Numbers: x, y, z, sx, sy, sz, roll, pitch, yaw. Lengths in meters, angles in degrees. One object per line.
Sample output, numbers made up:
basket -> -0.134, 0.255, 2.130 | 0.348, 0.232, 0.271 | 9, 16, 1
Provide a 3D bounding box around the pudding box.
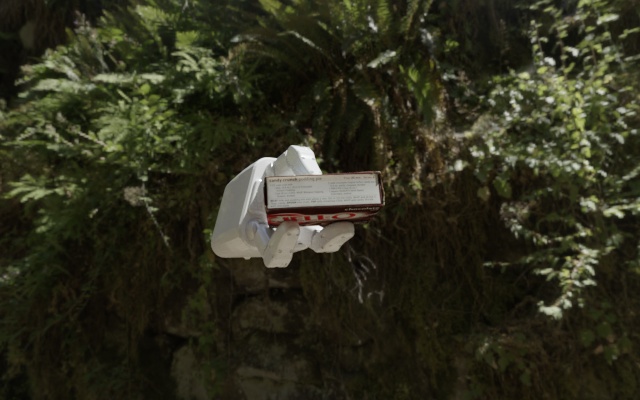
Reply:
pudding box -> 0.000, 0.001, 0.481 | 0.113, 0.039, 0.090 | -5, -12, -5
